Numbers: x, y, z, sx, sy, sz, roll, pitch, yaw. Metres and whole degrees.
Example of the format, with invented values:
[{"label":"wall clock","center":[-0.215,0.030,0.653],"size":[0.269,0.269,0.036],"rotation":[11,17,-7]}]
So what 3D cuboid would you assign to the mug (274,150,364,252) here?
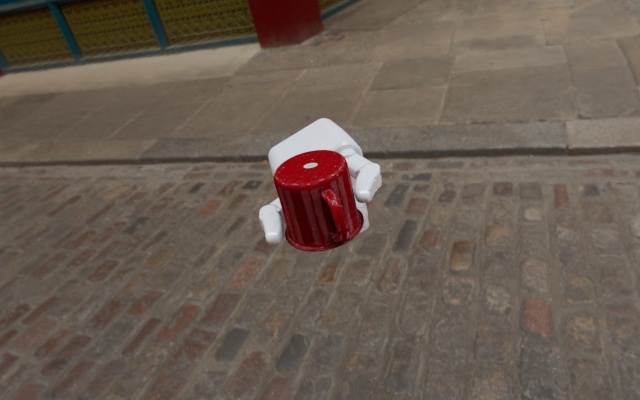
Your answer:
[{"label":"mug","center":[0.000,0.002,0.518],"size":[0.093,0.081,0.117],"rotation":[-20,32,-11]}]
